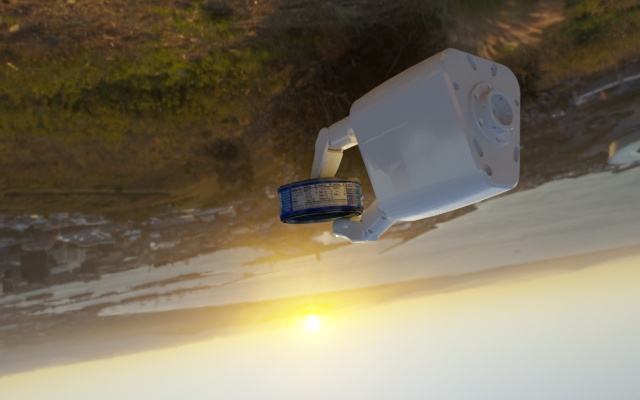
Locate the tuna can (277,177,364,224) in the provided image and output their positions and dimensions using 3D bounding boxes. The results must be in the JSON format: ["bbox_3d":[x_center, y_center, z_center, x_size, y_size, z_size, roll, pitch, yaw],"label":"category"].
[{"bbox_3d":[0.000,0.002,0.480,0.086,0.033,0.086,-6,-8,-1],"label":"tuna can"}]
